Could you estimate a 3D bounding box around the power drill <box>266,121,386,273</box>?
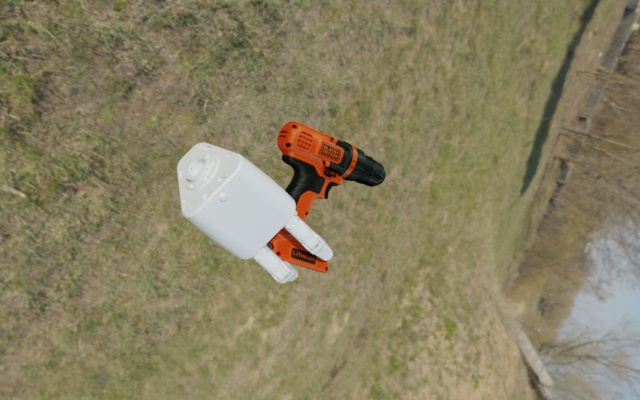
[{"bbox_3d":[0.000,0.003,0.676,0.184,0.187,0.057,20,-5,-31],"label":"power drill"}]
